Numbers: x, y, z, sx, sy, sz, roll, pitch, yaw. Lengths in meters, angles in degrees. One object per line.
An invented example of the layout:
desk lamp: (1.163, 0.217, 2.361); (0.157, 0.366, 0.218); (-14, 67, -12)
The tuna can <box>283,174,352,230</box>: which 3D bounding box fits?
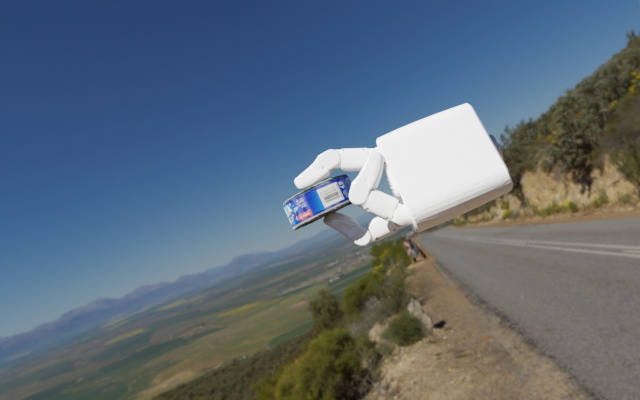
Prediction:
tuna can: (0.000, 0.001, 0.559); (0.086, 0.034, 0.086); (-25, -4, -2)
